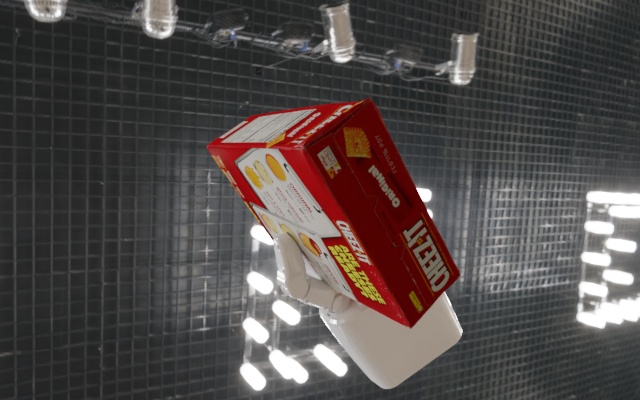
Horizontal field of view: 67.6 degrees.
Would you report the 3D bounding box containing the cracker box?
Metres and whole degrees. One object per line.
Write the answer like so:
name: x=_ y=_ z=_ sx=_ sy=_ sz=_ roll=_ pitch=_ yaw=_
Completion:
cracker box: x=0.000 y=0.001 z=0.424 sx=0.072 sy=0.164 sz=0.213 roll=-40 pitch=23 yaw=-20
